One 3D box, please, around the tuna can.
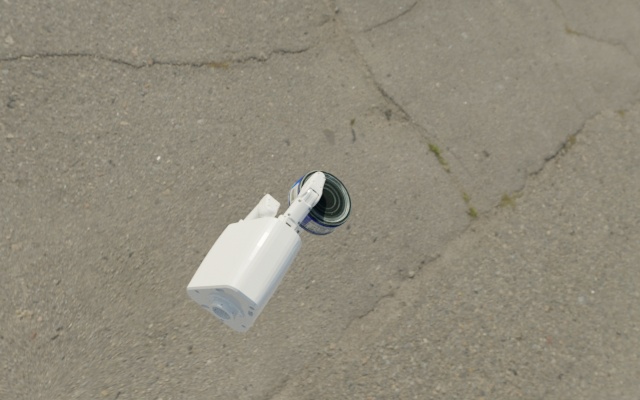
[{"bbox_3d":[0.000,0.002,0.654,0.086,0.086,0.034,0,-25,-35],"label":"tuna can"}]
